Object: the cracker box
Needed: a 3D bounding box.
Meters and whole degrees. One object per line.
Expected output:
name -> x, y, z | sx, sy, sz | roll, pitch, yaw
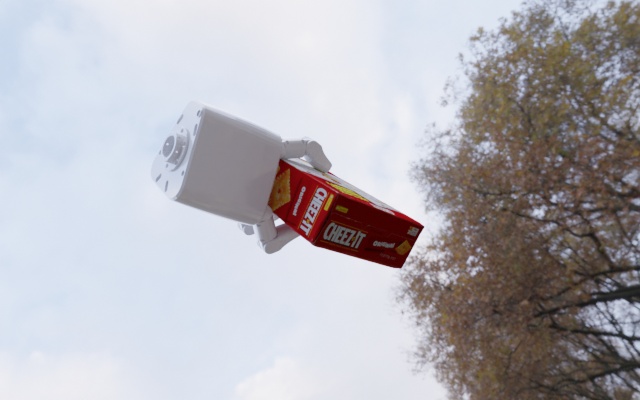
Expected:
cracker box -> 0.000, 0.002, 0.621 | 0.164, 0.072, 0.213 | 19, 10, -42
